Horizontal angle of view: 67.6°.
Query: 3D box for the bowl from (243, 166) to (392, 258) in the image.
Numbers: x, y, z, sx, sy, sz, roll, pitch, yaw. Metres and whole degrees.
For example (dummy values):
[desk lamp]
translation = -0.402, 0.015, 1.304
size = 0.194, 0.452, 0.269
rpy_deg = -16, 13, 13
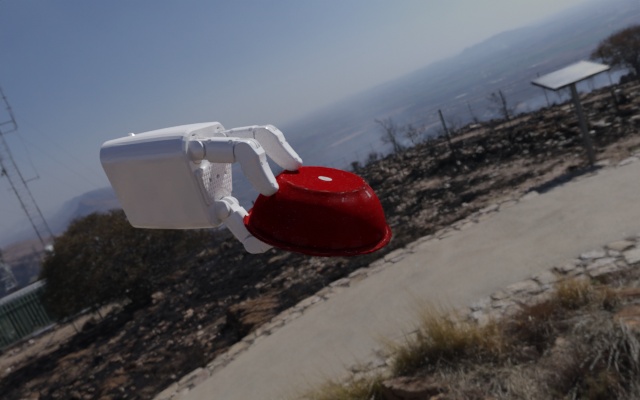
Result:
[bowl]
translation = 0.001, 0.001, 0.511
size = 0.162, 0.055, 0.162
rpy_deg = 6, 19, -2
